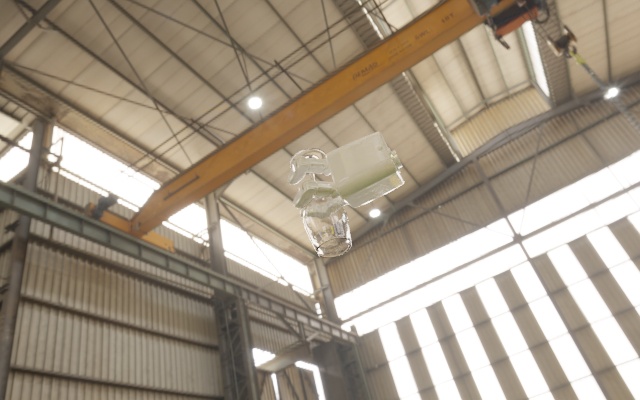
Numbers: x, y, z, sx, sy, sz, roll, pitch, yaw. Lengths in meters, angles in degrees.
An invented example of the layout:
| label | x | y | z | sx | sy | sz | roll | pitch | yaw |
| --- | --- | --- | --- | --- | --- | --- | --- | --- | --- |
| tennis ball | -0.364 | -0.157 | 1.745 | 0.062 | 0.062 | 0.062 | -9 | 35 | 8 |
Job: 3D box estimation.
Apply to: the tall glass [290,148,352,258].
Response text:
| label | x | y | z | sx | sy | sz | roll | pitch | yaw |
| --- | --- | --- | --- | --- | --- | --- | --- | --- | --- |
| tall glass | 0.000 | 0.002 | 0.862 | 0.079 | 0.201 | 0.079 | -11 | -35 | -8 |
